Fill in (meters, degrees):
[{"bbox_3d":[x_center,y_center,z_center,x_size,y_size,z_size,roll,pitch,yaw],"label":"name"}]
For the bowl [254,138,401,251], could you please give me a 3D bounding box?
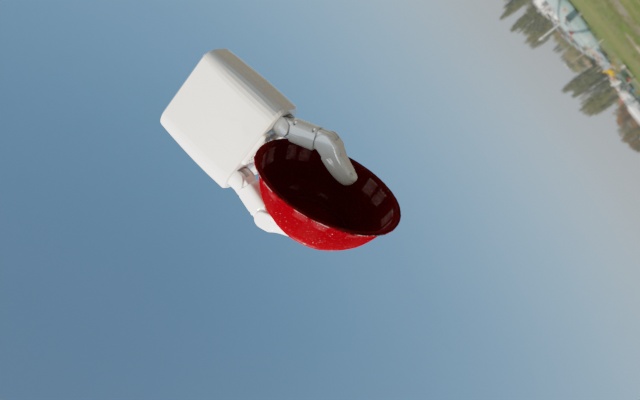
[{"bbox_3d":[0.001,0.003,0.497,0.162,0.055,0.162,20,30,-12],"label":"bowl"}]
